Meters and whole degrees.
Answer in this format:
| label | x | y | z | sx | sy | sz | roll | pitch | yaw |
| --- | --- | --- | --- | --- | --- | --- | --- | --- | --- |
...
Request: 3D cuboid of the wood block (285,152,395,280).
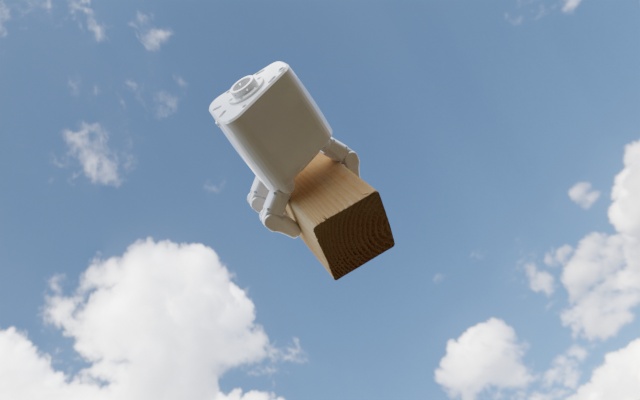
| label | x | y | z | sx | sy | sz | roll | pitch | yaw |
| --- | --- | --- | --- | --- | --- | --- | --- | --- | --- |
| wood block | 0.000 | 0.002 | 0.643 | 0.091 | 0.090 | 0.206 | -29 | 34 | -11 |
